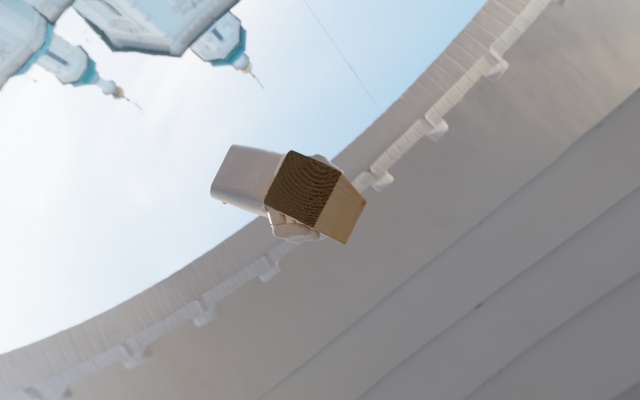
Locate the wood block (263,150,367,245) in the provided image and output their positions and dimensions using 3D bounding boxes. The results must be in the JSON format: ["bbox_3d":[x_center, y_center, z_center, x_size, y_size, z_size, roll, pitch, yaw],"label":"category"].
[{"bbox_3d":[0.000,0.002,0.768,0.090,0.091,0.206,25,-4,19],"label":"wood block"}]
